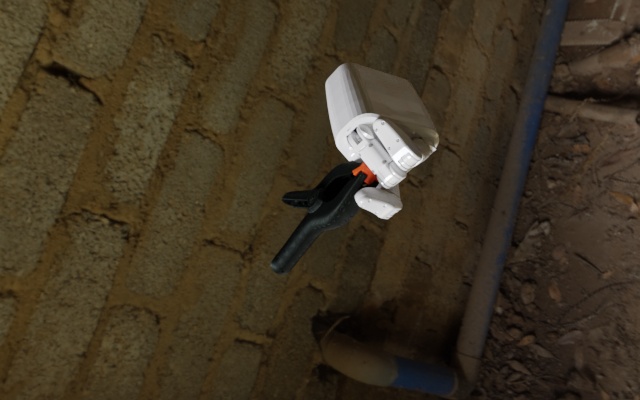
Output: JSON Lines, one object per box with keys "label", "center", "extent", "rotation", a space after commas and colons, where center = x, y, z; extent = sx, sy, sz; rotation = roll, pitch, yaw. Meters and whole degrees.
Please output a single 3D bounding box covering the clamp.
{"label": "clamp", "center": [0.000, 0.002, 0.563], "extent": [0.039, 0.120, 0.171], "rotation": [29, -54, -34]}
